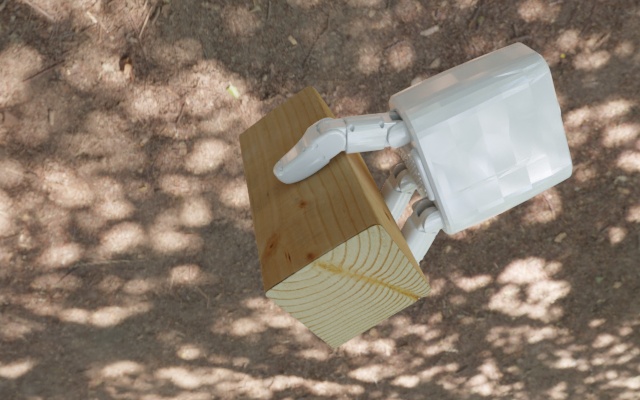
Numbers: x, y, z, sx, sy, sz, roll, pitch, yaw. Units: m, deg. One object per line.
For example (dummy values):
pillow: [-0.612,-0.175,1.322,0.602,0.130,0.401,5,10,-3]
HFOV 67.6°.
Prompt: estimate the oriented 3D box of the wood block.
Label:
wood block: [0.000,0.001,0.404,0.090,0.091,0.206,-33,38,11]
